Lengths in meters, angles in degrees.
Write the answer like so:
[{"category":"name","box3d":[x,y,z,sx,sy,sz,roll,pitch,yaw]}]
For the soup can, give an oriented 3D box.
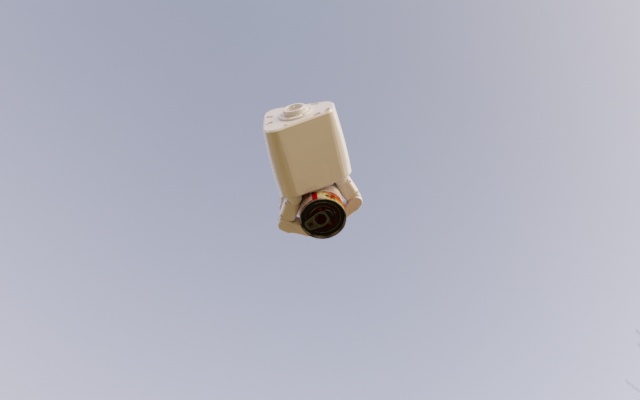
[{"category":"soup can","box3d":[0.000,0.003,0.728,0.068,0.068,0.102,0,30,-5]}]
